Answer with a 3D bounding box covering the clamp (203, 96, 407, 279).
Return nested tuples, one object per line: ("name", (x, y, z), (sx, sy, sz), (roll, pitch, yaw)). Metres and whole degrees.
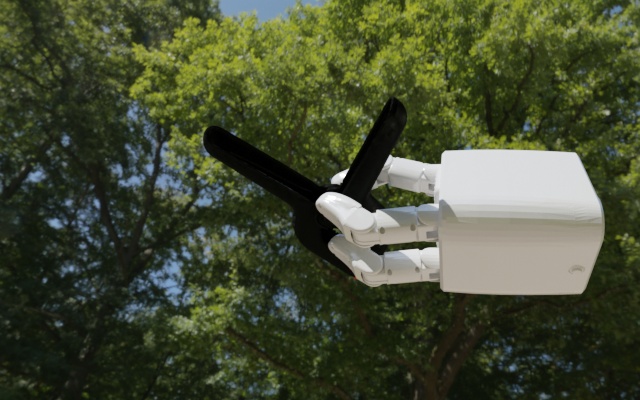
("clamp", (0.001, 0.001, 0.424), (0.164, 0.036, 0.210), (1, -41, 16))
